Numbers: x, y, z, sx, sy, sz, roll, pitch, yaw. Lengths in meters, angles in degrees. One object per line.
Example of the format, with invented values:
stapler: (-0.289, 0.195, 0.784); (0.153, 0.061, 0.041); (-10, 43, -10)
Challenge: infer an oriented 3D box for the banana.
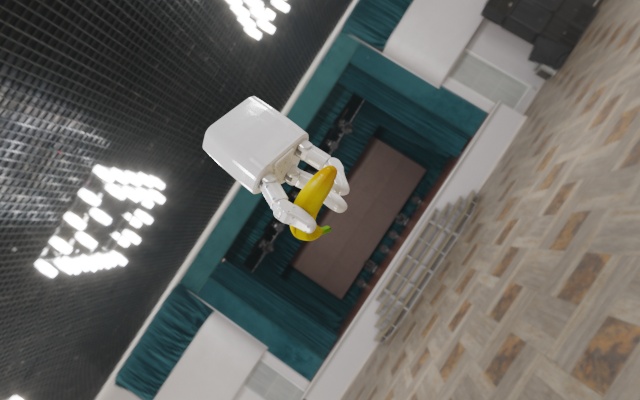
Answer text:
banana: (-0.014, 0.015, 0.684); (0.069, 0.037, 0.198); (-39, -18, -19)
